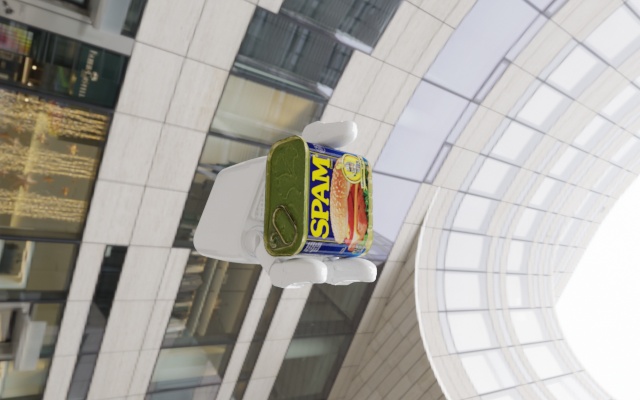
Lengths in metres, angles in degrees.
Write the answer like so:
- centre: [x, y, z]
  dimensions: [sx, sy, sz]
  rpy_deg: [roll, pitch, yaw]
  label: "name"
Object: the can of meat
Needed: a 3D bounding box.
- centre: [0.000, 0.001, 0.428]
  dimensions: [0.084, 0.102, 0.057]
  rpy_deg: [9, -12, -40]
  label: "can of meat"
